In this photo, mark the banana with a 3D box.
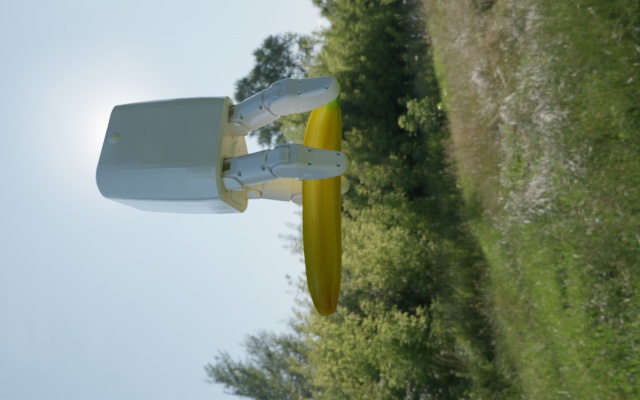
[{"bbox_3d":[0.001,-0.001,0.426,0.037,0.198,0.069,0,-2,2],"label":"banana"}]
